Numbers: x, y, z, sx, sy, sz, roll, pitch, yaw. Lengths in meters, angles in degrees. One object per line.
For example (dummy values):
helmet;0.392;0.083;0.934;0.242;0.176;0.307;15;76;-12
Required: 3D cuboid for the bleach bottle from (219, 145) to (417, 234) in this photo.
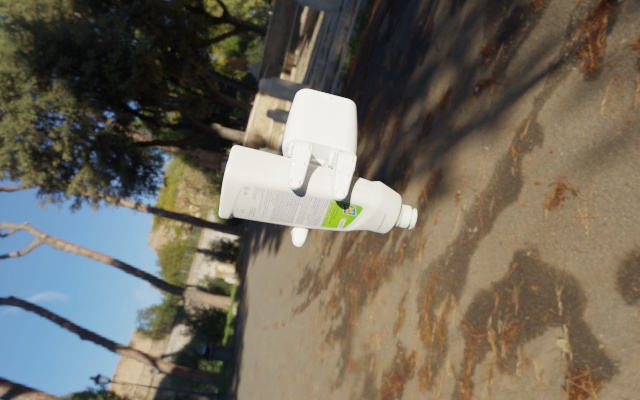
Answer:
bleach bottle;0.000;0.002;0.625;0.251;0.068;0.103;13;-39;-8
